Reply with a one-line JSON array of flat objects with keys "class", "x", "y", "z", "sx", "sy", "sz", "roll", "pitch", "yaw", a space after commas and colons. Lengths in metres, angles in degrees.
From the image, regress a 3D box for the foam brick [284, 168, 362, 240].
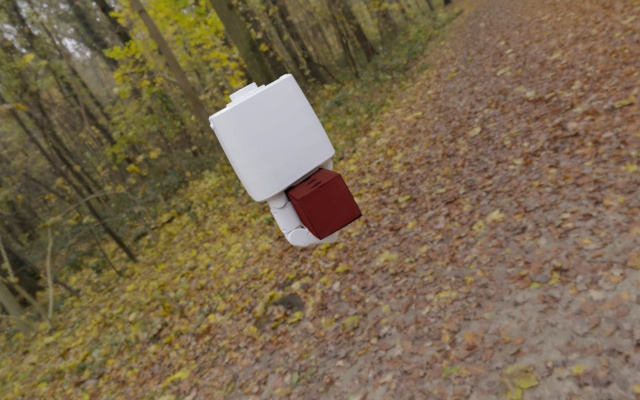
[{"class": "foam brick", "x": 0.000, "y": 0.002, "z": 0.515, "sx": 0.053, "sy": 0.051, "sz": 0.078, "roll": -31, "pitch": 15, "yaw": -10}]
